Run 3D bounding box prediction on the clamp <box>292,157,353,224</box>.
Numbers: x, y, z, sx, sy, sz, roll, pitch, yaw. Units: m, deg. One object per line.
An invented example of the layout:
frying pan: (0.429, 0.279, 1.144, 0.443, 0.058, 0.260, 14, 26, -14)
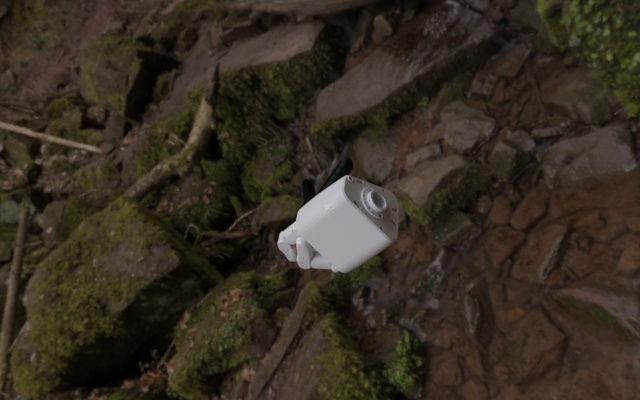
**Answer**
clamp: (0.000, 0.002, 0.783, 0.039, 0.171, 0.120, 32, -47, -23)
